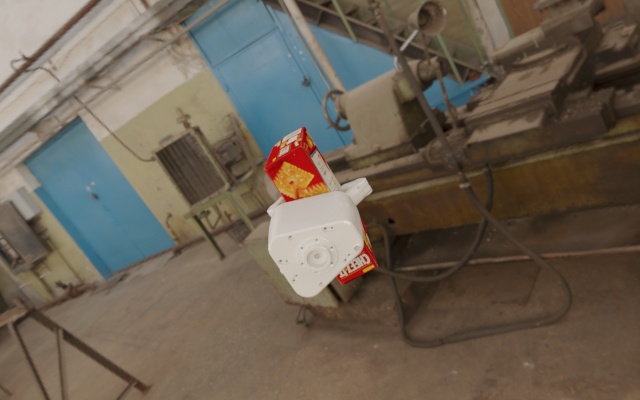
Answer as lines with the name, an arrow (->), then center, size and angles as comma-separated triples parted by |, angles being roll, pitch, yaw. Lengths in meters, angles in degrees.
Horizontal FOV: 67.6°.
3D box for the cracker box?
cracker box -> 0.000, 0.002, 0.748 | 0.072, 0.214, 0.164 | -30, 17, 8
